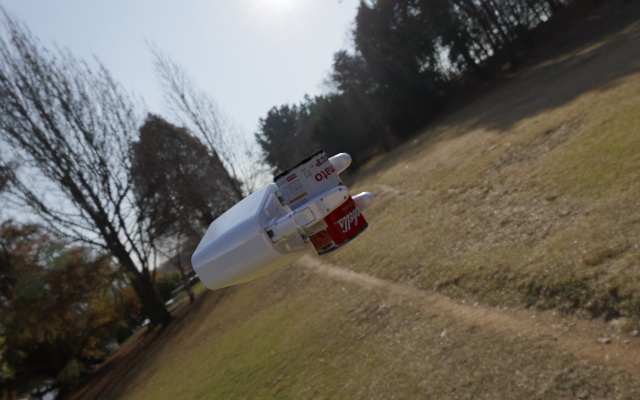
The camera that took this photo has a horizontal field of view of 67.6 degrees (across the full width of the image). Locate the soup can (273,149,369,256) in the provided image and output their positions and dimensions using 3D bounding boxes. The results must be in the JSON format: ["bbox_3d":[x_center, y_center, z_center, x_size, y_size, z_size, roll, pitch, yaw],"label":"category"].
[{"bbox_3d":[0.000,0.001,0.545,0.068,0.102,0.068,-31,4,3],"label":"soup can"}]
